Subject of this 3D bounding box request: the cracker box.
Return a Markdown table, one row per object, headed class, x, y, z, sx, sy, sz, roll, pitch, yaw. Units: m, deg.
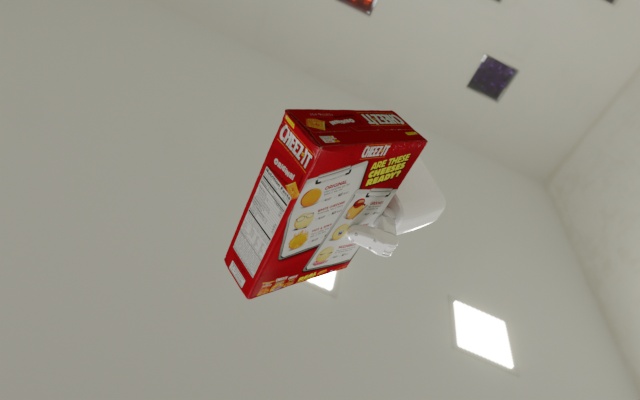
| class | x | y | z | sx | sy | sz | roll | pitch | yaw |
| --- | --- | --- | --- | --- | --- | --- | --- | --- | --- |
| cracker box | 0.000 | 0.002 | 0.540 | 0.164 | 0.214 | 0.072 | -10 | 48 | -43 |
